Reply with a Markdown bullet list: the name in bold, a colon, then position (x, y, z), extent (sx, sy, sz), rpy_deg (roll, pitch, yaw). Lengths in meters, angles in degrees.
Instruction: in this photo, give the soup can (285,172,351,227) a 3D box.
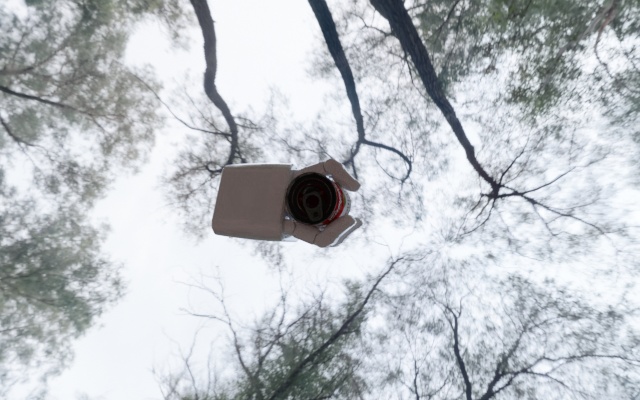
- **soup can**: position (0.001, 0.002, 0.648), extent (0.068, 0.068, 0.102), rpy_deg (0, -5, 15)
